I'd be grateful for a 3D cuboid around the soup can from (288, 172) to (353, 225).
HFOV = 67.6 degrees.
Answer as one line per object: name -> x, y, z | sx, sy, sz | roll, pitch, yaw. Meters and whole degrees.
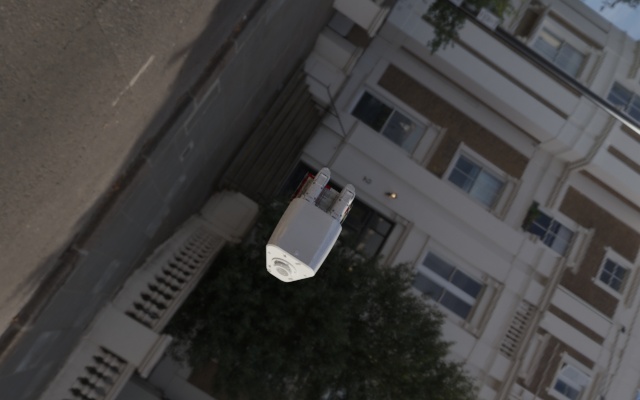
soup can -> 0.001, 0.003, 0.882 | 0.102, 0.068, 0.068 | 33, -2, -3
